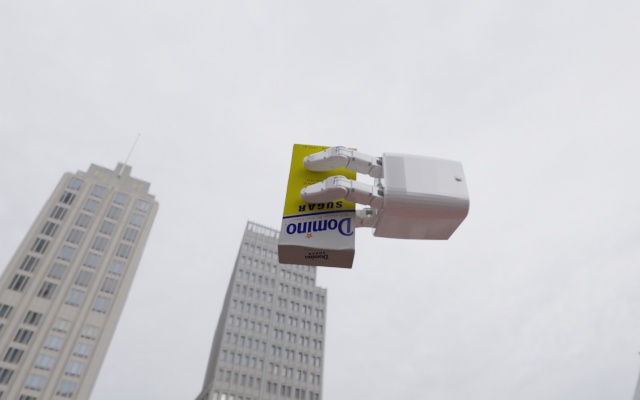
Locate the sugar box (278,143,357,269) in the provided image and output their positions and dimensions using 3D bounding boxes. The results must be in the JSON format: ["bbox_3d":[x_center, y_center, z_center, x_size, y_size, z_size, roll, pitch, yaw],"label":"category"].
[{"bbox_3d":[0.000,0.002,0.621,0.093,0.176,0.048,4,-43,0],"label":"sugar box"}]
